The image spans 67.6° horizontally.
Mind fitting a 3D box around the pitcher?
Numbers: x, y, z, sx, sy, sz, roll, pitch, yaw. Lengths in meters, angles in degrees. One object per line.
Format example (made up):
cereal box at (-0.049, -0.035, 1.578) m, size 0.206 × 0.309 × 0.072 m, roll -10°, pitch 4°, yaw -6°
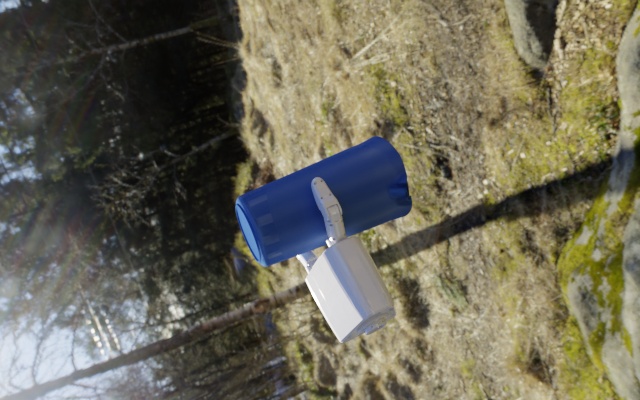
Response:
pitcher at (0.000, 0.002, 0.717) m, size 0.243 × 0.145 × 0.149 m, roll -22°, pitch -24°, yaw -18°
